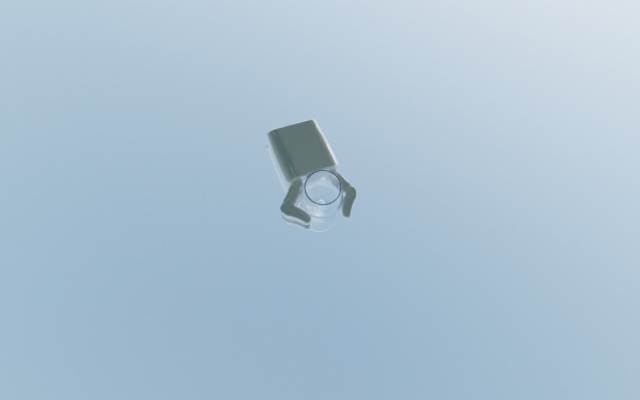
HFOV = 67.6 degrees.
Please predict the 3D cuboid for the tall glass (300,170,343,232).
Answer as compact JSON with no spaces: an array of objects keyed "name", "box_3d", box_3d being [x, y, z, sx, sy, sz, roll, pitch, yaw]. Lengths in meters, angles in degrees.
[{"name":"tall glass","box_3d":[0.000,0.003,0.892,0.079,0.079,0.201,0,-14,-3]}]
